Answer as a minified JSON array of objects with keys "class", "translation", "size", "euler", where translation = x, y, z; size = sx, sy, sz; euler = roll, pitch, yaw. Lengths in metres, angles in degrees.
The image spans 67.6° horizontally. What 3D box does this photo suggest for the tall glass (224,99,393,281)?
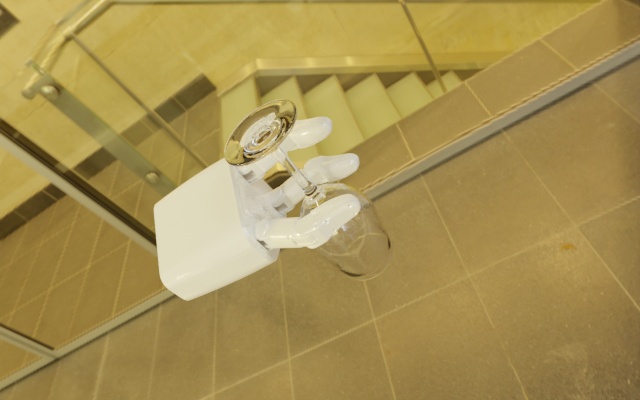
[{"class":"tall glass","translation":[0.000,0.001,0.458],"size":[0.079,0.079,0.201],"euler":[0,-36,40]}]
